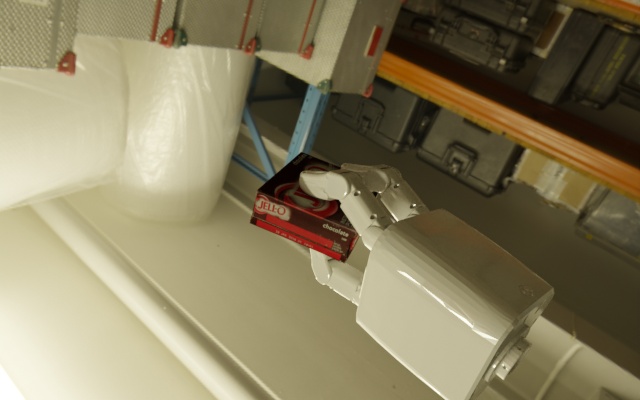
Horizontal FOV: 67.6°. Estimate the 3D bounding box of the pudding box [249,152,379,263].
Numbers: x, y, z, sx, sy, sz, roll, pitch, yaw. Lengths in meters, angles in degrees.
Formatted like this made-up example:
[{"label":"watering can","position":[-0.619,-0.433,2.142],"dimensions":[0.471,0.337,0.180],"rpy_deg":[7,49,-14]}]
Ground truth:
[{"label":"pudding box","position":[0.000,0.002,0.434],"dimensions":[0.090,0.039,0.113],"rpy_deg":[23,25,8]}]
